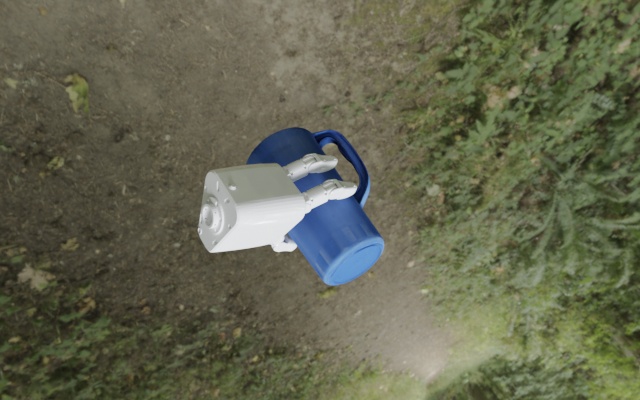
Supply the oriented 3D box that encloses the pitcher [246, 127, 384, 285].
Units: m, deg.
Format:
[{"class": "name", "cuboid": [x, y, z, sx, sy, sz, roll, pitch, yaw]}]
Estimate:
[{"class": "pitcher", "cuboid": [0.000, 0.003, 0.752, 0.145, 0.242, 0.149, -6, -40, -42]}]
